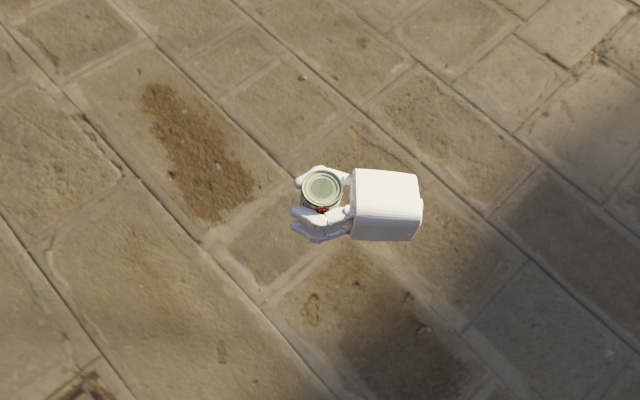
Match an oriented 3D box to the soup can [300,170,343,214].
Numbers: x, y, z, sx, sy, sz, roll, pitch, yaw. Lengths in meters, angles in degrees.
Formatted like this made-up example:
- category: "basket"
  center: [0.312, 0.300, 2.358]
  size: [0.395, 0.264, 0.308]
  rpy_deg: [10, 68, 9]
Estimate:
- category: "soup can"
  center: [0.000, 0.002, 0.783]
  size: [0.068, 0.068, 0.102]
  rpy_deg: [0, -26, -4]
